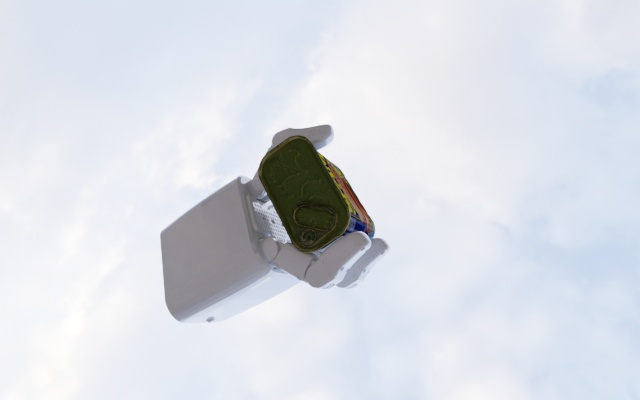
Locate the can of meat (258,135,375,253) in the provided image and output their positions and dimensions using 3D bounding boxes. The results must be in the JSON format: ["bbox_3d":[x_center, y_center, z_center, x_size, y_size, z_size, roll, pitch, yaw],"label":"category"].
[{"bbox_3d":[0.000,0.001,0.438,0.057,0.102,0.084,-35,-23,13],"label":"can of meat"}]
